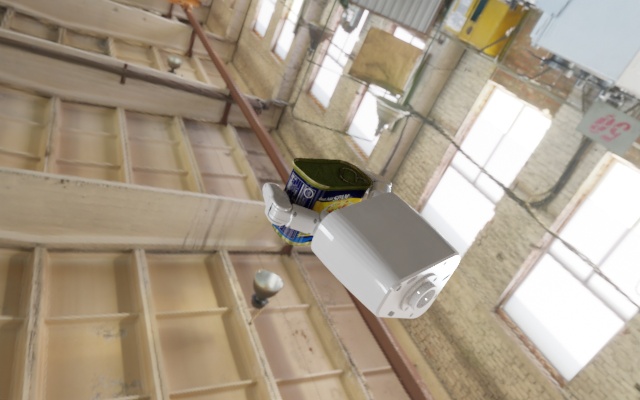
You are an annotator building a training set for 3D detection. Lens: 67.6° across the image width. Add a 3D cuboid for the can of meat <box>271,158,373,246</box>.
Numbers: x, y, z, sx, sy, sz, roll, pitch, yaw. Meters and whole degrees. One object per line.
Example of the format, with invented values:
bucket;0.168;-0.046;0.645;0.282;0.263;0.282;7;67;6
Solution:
can of meat;0.000;0.002;0.552;0.102;0.084;0.057;-3;37;-46
